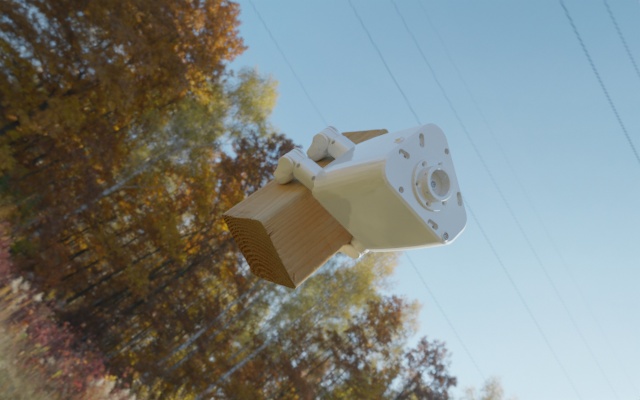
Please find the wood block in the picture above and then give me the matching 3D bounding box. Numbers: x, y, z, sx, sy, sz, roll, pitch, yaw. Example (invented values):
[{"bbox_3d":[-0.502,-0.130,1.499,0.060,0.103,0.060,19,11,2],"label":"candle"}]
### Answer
[{"bbox_3d":[0.001,0.002,0.575,0.206,0.091,0.090,-37,24,-31],"label":"wood block"}]
